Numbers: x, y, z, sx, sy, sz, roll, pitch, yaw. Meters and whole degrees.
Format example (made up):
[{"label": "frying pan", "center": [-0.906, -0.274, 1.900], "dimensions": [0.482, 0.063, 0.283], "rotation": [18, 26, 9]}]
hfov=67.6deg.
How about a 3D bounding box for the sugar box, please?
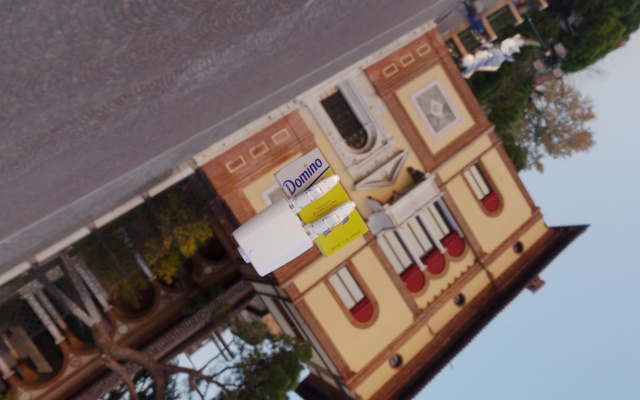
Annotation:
[{"label": "sugar box", "center": [0.000, 0.003, 0.856], "dimensions": [0.093, 0.176, 0.048], "rotation": [-33, 6, -6]}]
